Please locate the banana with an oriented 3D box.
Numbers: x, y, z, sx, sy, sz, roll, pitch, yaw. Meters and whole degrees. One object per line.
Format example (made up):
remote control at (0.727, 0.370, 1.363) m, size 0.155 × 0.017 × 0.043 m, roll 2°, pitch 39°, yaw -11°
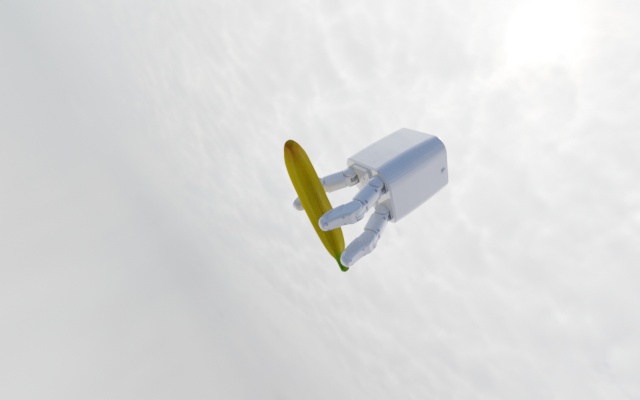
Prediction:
banana at (-0.005, 0.001, 0.651) m, size 0.037 × 0.198 × 0.069 m, roll -30°, pitch 20°, yaw -11°
